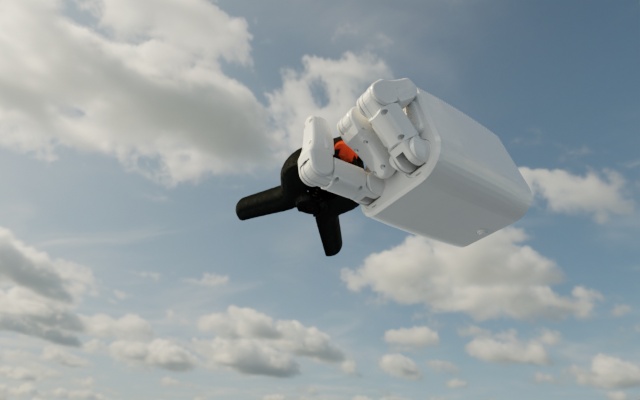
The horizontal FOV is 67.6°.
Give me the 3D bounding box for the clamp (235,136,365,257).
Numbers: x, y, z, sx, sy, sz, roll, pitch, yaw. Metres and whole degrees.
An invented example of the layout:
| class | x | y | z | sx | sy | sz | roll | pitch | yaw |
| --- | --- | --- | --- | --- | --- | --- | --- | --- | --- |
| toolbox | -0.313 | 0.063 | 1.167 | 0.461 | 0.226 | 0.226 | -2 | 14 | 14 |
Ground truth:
| class | x | y | z | sx | sy | sz | roll | pitch | yaw |
| --- | --- | --- | --- | --- | --- | --- | --- | --- | --- |
| clamp | 0.000 | 0.001 | 0.460 | 0.120 | 0.039 | 0.171 | 24 | -34 | -21 |
